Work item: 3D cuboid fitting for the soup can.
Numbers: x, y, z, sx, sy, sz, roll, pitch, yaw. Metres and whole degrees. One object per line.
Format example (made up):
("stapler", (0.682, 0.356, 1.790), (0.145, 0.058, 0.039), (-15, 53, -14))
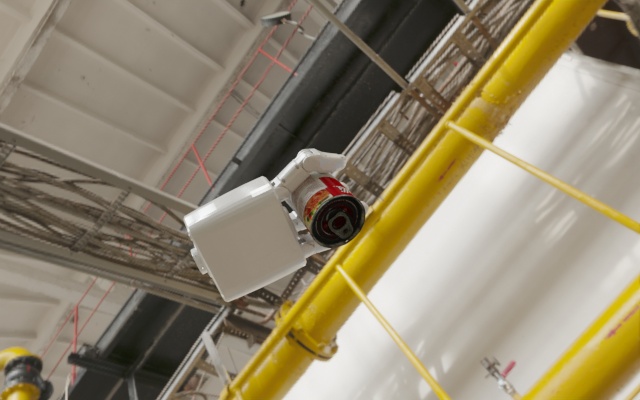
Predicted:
("soup can", (0.000, 0.001, 0.572), (0.068, 0.068, 0.102), (0, 27, -27))
